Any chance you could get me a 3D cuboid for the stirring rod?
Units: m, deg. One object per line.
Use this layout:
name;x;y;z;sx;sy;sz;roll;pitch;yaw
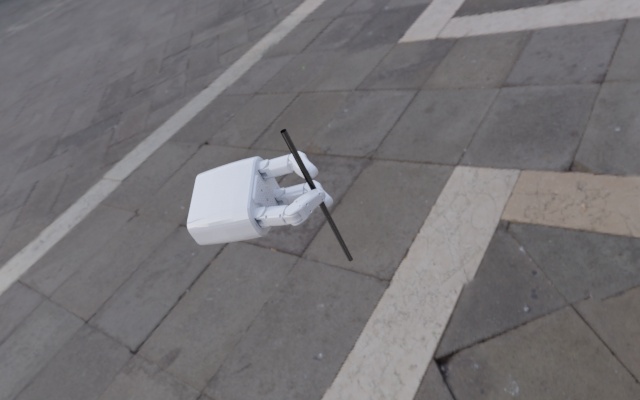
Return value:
stirring rod;0.000;0.002;0.650;0.011;0.240;0.011;-18;37;14
